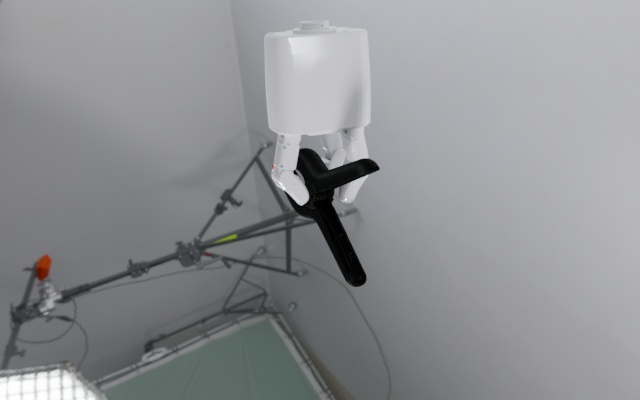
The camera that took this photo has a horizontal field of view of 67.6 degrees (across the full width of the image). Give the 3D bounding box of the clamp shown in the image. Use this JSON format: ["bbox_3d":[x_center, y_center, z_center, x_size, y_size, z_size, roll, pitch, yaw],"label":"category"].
[{"bbox_3d":[-0.001,0.002,0.603,0.036,0.165,0.210,-15,27,-30],"label":"clamp"}]
